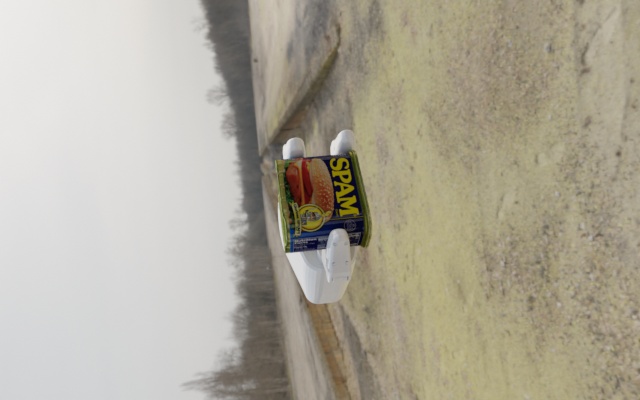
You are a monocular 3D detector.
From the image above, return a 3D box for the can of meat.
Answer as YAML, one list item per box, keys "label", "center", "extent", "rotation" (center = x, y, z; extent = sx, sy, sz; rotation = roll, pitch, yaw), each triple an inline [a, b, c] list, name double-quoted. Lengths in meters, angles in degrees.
- label: "can of meat"
  center: [0.000, 0.002, 0.487]
  extent: [0.084, 0.102, 0.057]
  rotation: [-6, -31, -7]
